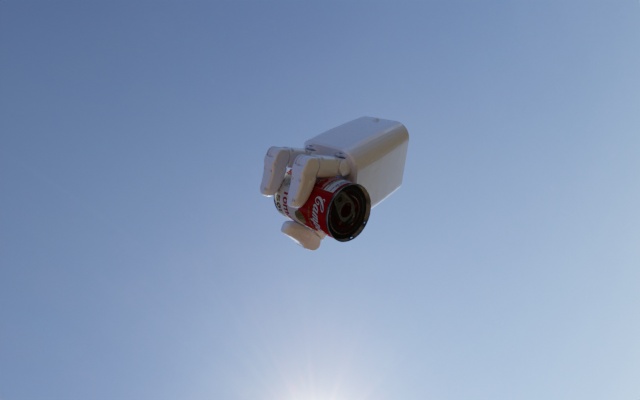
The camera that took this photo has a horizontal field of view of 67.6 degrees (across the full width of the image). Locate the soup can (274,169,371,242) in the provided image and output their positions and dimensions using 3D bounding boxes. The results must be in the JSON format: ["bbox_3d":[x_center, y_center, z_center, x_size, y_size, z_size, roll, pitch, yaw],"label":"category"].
[{"bbox_3d":[0.000,0.002,0.568,0.068,0.068,0.102,0,14,-42],"label":"soup can"}]
